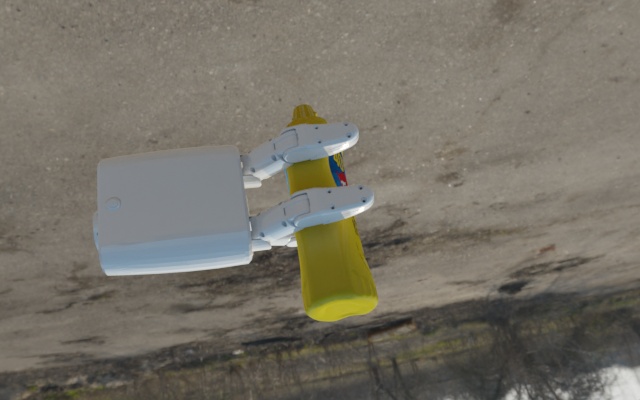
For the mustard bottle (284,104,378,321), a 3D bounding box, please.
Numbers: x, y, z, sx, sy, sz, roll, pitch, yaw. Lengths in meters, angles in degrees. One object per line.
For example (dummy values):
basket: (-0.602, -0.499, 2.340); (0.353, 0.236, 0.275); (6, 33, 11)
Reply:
mustard bottle: (0.000, 0.002, 0.410); (0.058, 0.191, 0.096); (-15, -23, 8)
